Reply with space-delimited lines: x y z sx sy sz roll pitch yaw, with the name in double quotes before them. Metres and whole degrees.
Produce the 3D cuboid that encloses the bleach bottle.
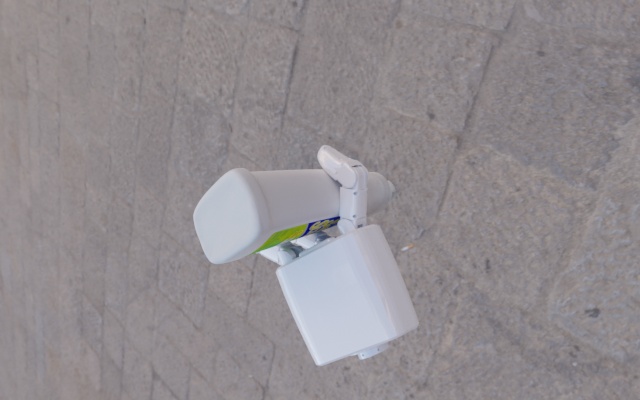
"bleach bottle" 0.000 0.002 0.504 0.251 0.068 0.102 -11 -18 -45
